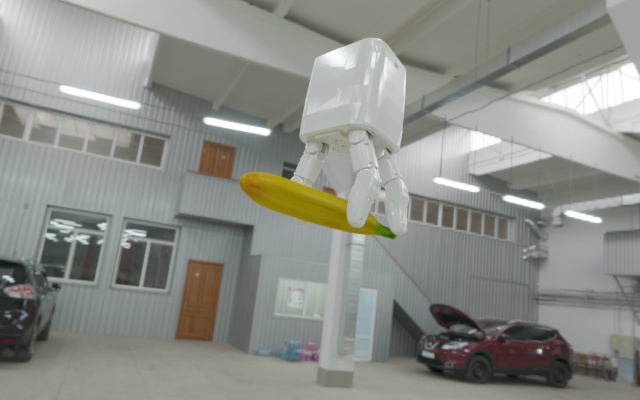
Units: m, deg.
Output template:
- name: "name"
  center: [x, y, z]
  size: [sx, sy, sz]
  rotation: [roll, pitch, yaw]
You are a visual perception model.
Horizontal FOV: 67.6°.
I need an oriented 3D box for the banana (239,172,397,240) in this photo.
- name: "banana"
  center: [-0.008, 0.003, 0.514]
  size: [0.198, 0.037, 0.069]
  rotation: [18, -12, -32]
